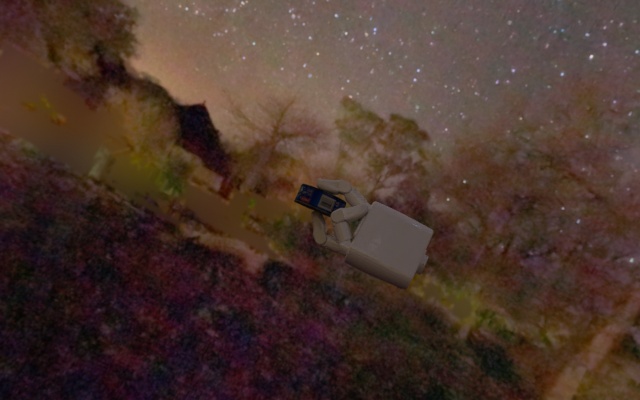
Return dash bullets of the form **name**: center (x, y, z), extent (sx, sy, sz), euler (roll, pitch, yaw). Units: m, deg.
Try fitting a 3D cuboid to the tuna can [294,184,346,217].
- **tuna can**: center (0.000, 0.002, 0.815), extent (0.086, 0.034, 0.086), euler (23, -4, 2)
